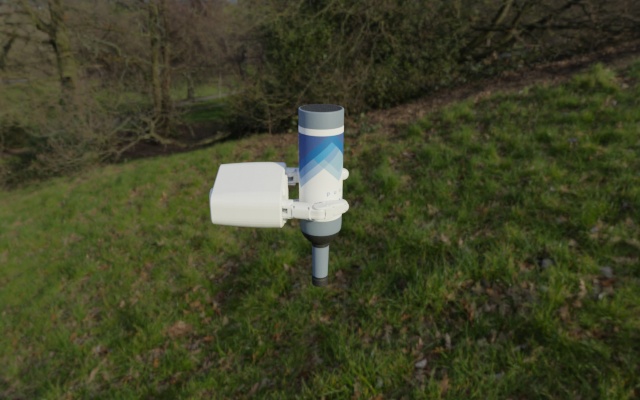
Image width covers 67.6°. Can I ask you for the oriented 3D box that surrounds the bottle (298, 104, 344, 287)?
[{"bbox_3d":[0.000,0.002,0.748,0.069,0.296,0.069,0,22,0],"label":"bottle"}]
